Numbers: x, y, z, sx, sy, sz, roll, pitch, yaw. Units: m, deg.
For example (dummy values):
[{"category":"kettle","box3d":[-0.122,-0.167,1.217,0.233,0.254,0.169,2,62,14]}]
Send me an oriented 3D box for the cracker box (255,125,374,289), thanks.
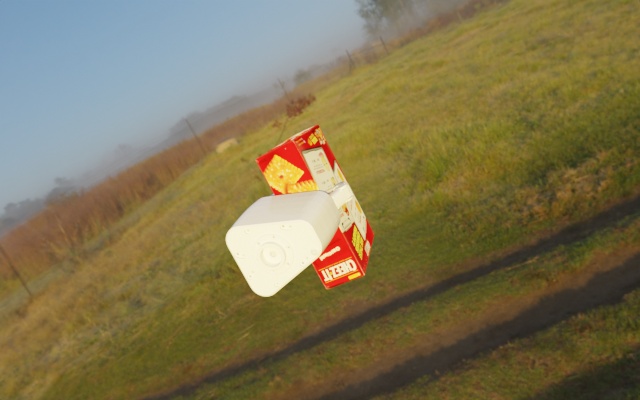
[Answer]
[{"category":"cracker box","box3d":[0.000,0.002,0.729,0.072,0.214,0.164,-24,10,17]}]
